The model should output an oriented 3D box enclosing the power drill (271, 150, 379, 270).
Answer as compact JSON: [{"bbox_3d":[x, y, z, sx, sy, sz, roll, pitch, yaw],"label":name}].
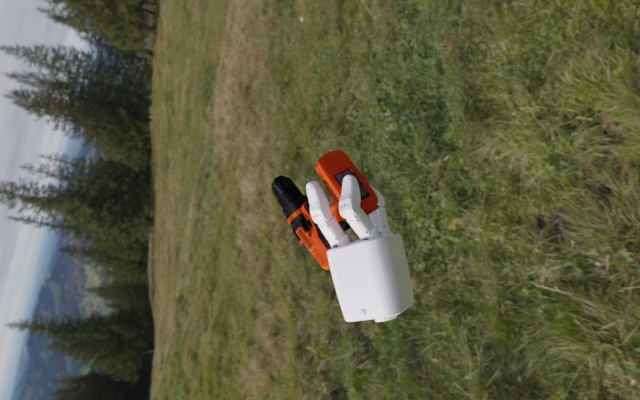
[{"bbox_3d":[0.000,0.002,0.749,0.057,0.184,0.188,-30,-13,-32],"label":"power drill"}]
